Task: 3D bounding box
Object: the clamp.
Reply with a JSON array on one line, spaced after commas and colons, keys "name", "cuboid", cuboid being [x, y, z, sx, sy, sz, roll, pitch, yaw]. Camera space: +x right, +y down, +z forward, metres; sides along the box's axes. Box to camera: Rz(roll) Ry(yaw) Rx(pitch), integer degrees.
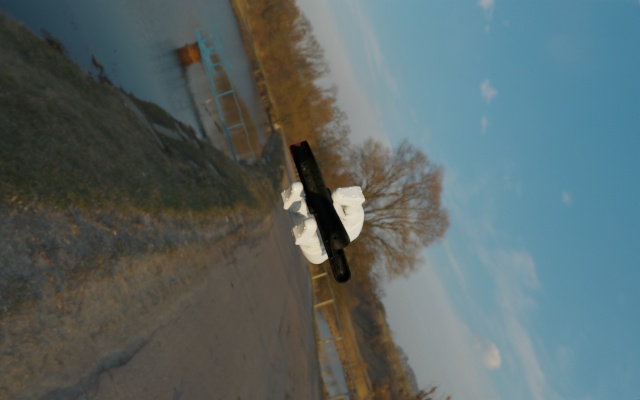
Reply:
[{"name": "clamp", "cuboid": [0.001, 0.001, 0.657, 0.036, 0.210, 0.165, -18, -18, -6]}]
